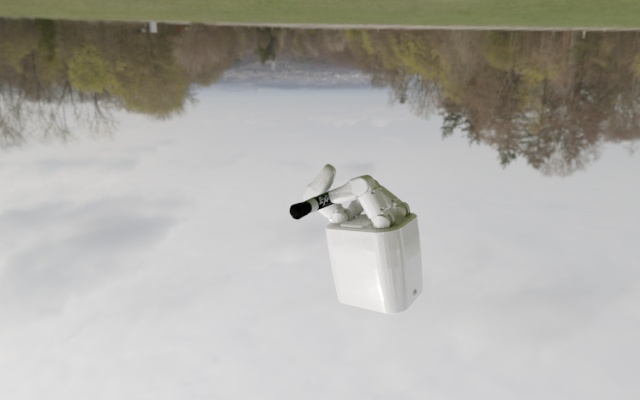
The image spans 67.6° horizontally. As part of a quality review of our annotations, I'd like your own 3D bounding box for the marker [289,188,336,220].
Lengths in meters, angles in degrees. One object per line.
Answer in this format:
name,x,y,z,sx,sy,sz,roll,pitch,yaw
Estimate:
marker,0.000,0.002,0.587,0.020,0.020,0.121,0,12,31
